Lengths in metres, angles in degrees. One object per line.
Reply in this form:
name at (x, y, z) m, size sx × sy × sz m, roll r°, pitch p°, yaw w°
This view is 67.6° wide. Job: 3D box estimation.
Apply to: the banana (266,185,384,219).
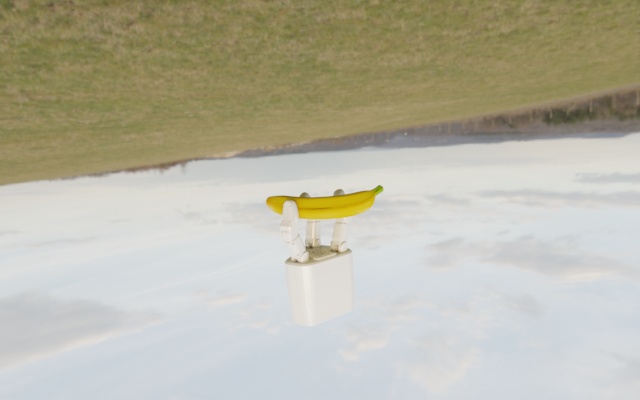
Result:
banana at (0.000, 0.007, 0.759) m, size 0.198 × 0.037 × 0.069 m, roll -4°, pitch 15°, yaw 13°
